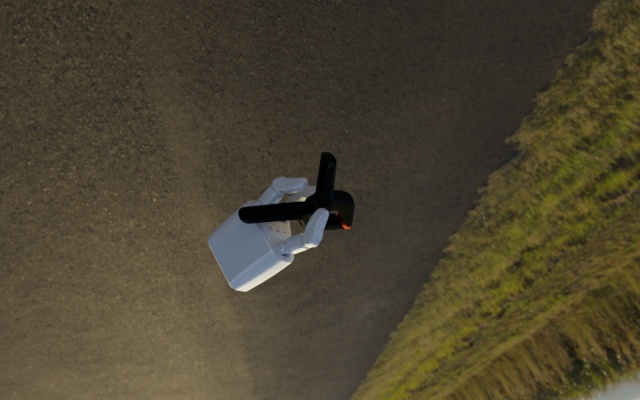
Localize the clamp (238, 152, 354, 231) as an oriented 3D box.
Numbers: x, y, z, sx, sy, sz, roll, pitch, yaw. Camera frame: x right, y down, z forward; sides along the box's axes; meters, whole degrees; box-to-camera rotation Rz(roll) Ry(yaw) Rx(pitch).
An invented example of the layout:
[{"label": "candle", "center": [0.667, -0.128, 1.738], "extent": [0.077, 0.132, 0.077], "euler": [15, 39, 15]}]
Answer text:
[{"label": "clamp", "center": [0.001, 0.003, 0.731], "extent": [0.164, 0.036, 0.210], "euler": [-36, -31, 24]}]
